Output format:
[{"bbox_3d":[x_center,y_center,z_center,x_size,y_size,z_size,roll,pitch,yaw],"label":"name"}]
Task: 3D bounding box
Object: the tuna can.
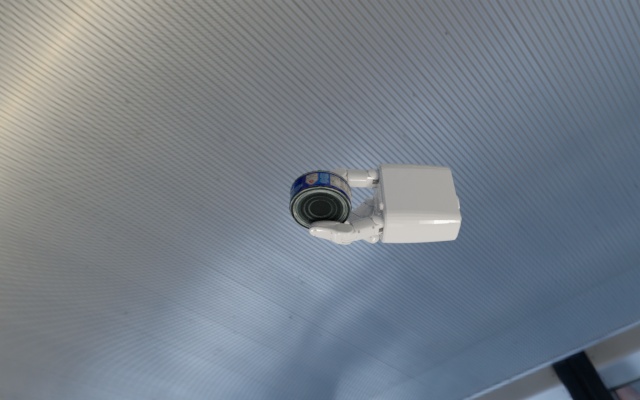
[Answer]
[{"bbox_3d":[0.000,0.003,0.652,0.086,0.086,0.033,0,42,1],"label":"tuna can"}]
